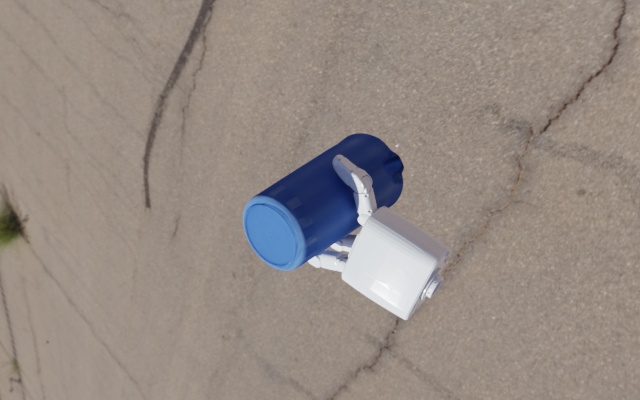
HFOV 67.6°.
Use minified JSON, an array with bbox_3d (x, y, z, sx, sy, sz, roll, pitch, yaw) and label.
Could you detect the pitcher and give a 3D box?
[{"bbox_3d":[0.000,0.002,0.698,0.145,0.149,0.242,32,40,24],"label":"pitcher"}]
